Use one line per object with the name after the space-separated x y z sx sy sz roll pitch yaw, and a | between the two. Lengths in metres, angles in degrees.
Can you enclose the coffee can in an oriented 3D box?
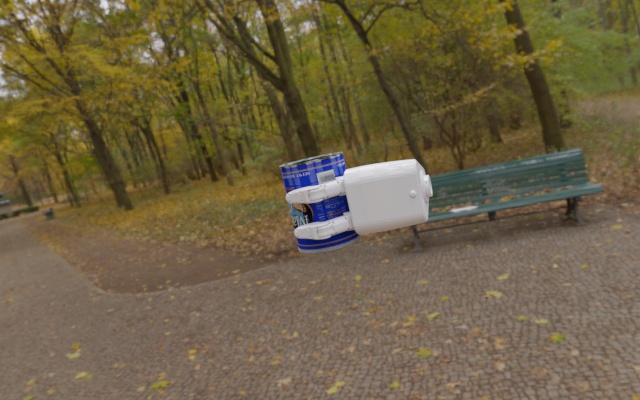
0.000 0.003 0.758 0.103 0.140 0.103 -13 8 2 | coffee can
